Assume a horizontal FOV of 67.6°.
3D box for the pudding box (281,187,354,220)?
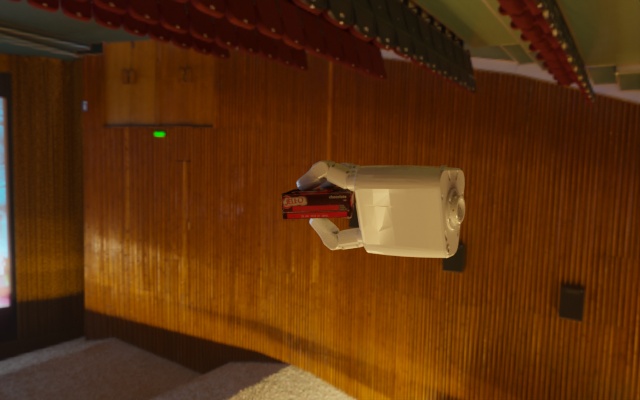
[{"bbox_3d":[0.000,0.002,0.651,0.090,0.039,0.113,-1,3,6],"label":"pudding box"}]
